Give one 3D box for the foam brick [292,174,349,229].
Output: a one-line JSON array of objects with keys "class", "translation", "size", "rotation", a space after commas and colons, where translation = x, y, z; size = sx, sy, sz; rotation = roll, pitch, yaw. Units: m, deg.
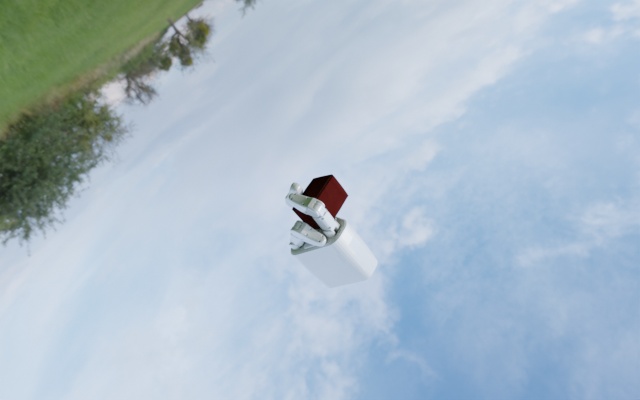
[{"class": "foam brick", "translation": [0.000, 0.002, 0.812], "size": [0.053, 0.078, 0.051], "rotation": [-6, -47, 50]}]
